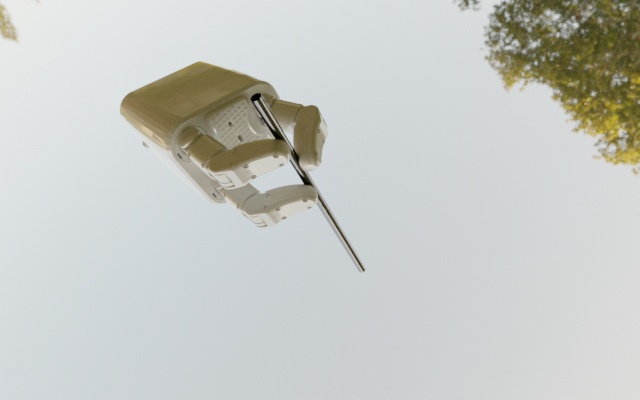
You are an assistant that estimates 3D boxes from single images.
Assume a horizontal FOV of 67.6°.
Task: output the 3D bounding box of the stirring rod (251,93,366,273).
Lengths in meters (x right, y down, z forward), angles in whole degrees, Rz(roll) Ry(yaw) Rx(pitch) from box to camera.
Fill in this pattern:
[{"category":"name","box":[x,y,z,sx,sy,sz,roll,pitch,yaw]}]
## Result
[{"category":"stirring rod","box":[0.000,0.001,0.404,0.011,0.011,0.240,0,-35,26]}]
